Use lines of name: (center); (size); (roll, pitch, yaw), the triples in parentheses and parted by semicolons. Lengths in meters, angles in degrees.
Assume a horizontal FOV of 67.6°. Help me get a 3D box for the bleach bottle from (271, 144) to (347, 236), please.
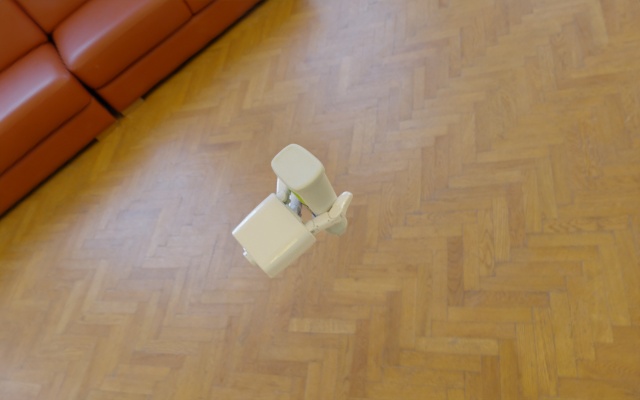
bleach bottle: (0.000, 0.003, 0.891); (0.102, 0.068, 0.251); (44, -7, 37)
